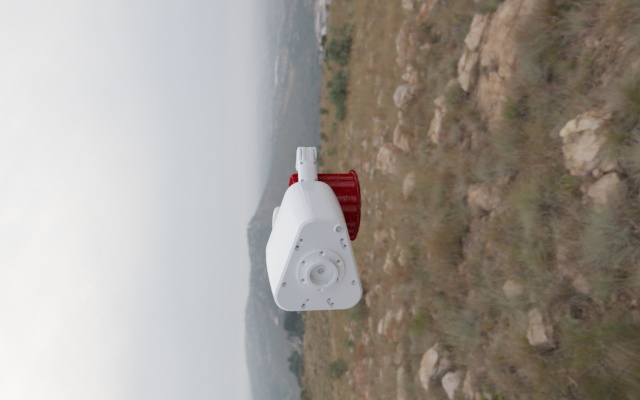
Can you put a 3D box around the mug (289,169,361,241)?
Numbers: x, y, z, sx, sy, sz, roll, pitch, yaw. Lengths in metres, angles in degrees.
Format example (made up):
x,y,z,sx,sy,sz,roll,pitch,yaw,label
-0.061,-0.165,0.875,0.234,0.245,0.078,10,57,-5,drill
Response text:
x,y,z,sx,sy,sz,roll,pitch,yaw,label
0.000,0.001,0.625,0.081,0.093,0.117,0,20,-9,mug
